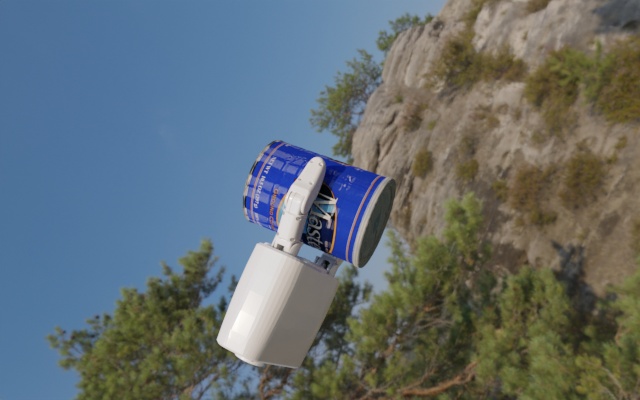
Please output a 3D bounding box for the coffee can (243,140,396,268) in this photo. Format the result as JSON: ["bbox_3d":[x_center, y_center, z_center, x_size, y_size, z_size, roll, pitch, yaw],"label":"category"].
[{"bbox_3d":[0.000,0.002,0.534,0.140,0.103,0.103,21,7,18],"label":"coffee can"}]
